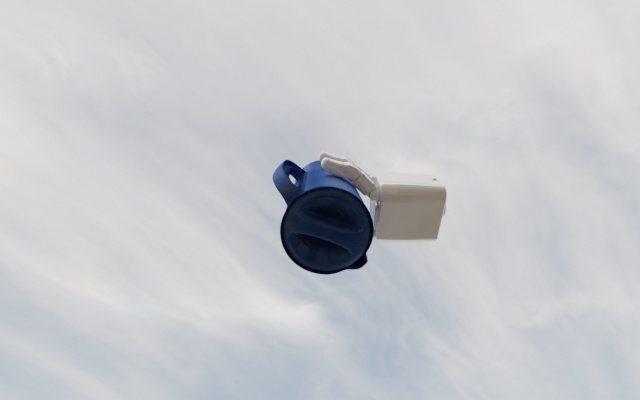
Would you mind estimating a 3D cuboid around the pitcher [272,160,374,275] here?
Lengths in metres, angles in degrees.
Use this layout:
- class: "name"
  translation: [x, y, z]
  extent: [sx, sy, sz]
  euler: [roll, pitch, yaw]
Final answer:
- class: "pitcher"
  translation: [0.000, 0.003, 0.779]
  extent: [0.145, 0.149, 0.242]
  euler: [0, 18, -2]
